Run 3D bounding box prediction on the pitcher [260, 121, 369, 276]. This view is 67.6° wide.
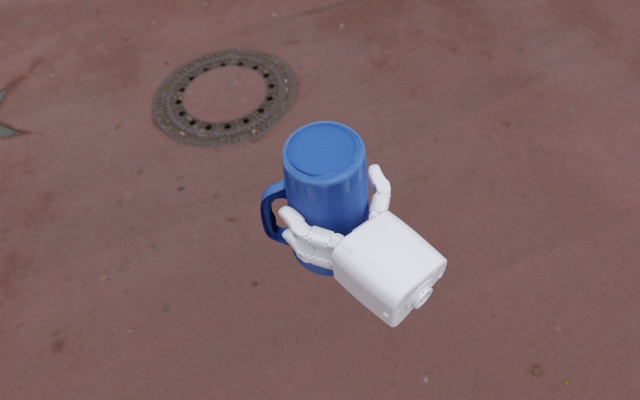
[{"bbox_3d":[0.000,0.002,0.703,0.149,0.145,0.243,-37,-29,-19],"label":"pitcher"}]
